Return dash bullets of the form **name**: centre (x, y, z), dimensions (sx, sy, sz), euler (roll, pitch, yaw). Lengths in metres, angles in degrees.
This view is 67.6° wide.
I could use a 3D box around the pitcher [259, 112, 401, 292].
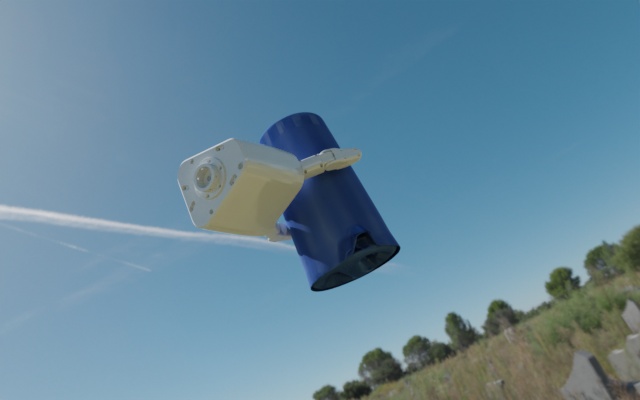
- **pitcher**: centre (0.000, 0.002, 0.692), dimensions (0.149, 0.242, 0.145), euler (-37, -24, 26)
